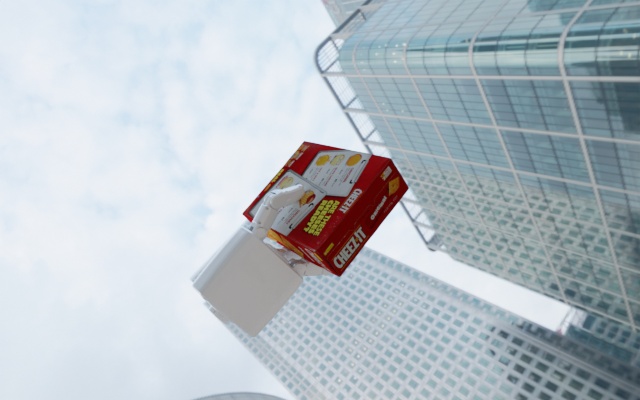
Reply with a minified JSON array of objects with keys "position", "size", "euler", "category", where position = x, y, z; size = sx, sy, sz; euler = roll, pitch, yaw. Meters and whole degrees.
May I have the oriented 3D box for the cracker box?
[{"position":[0.000,0.002,0.710],"size":[0.213,0.164,0.072],"euler":[20,-23,53],"category":"cracker box"}]
